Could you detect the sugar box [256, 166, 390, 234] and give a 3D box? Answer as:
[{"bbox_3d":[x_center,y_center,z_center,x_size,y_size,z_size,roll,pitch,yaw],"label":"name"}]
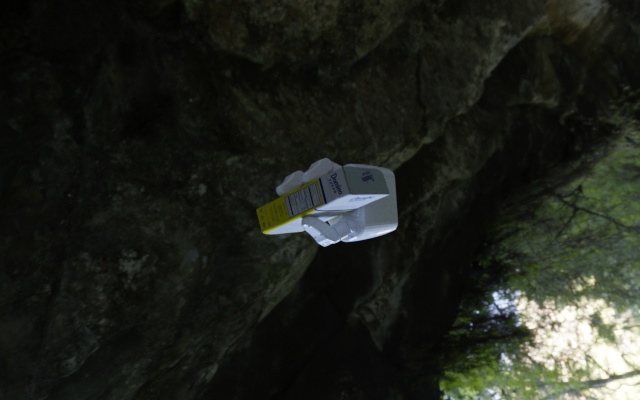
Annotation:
[{"bbox_3d":[0.000,0.002,0.684,0.176,0.048,0.093,-27,-17,37],"label":"sugar box"}]
